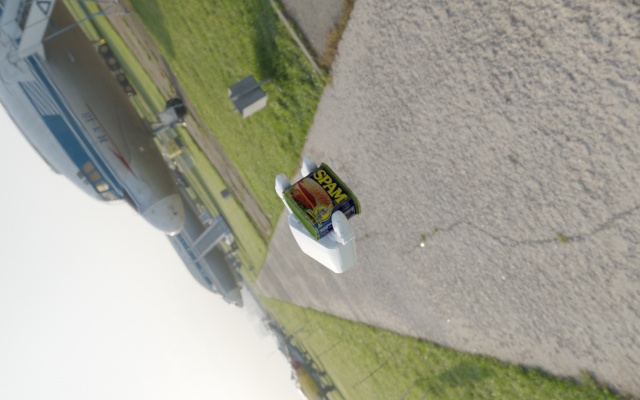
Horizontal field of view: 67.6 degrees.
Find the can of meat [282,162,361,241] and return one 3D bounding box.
[{"bbox_3d":[0.000,0.003,0.755,0.084,0.102,0.057,-35,-29,-12],"label":"can of meat"}]
